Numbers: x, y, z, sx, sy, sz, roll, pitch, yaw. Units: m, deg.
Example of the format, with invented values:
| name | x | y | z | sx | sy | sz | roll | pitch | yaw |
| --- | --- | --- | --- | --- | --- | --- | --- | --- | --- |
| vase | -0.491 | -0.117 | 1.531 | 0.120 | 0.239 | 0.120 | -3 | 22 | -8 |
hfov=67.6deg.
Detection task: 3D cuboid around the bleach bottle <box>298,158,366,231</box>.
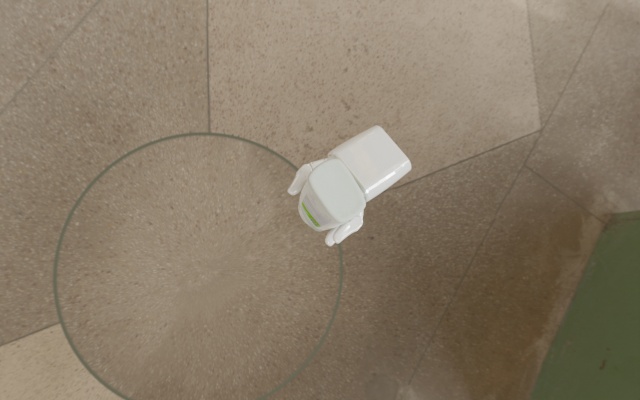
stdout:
| name | x | y | z | sx | sy | sz | roll | pitch | yaw |
| --- | --- | --- | --- | --- | --- | --- | --- | --- | --- |
| bleach bottle | 0.000 | 0.003 | 0.850 | 0.068 | 0.102 | 0.251 | -33 | 1 | -15 |
